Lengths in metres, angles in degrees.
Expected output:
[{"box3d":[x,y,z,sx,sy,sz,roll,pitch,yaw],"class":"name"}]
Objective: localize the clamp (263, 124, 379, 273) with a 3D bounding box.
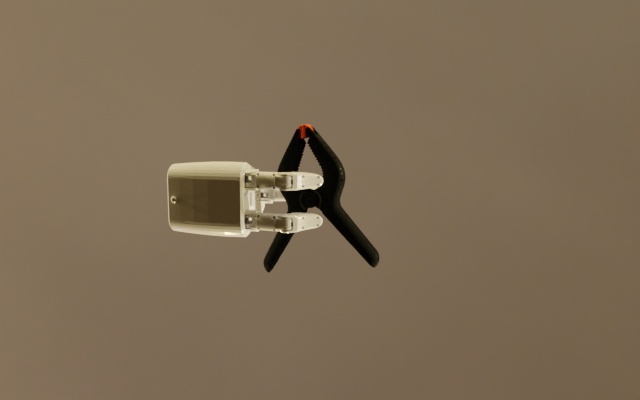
[{"box3d":[0.000,0.001,0.655,0.164,0.210,0.036,2,10,10],"class":"clamp"}]
